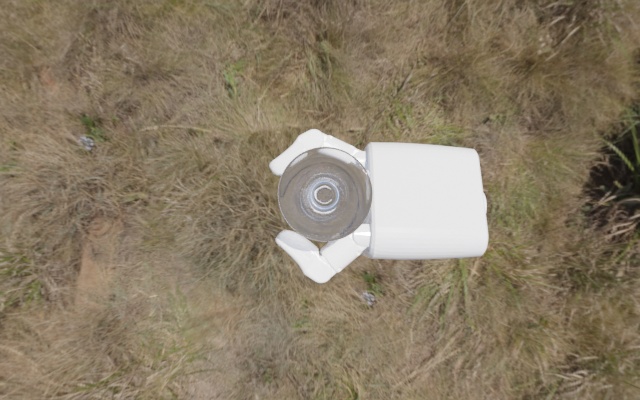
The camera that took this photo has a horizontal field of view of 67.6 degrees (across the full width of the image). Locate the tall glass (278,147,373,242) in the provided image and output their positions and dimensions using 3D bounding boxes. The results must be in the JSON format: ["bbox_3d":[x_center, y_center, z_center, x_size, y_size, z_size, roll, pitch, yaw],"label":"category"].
[{"bbox_3d":[0.000,0.001,0.469,0.079,0.079,0.201,0,-4,-3],"label":"tall glass"}]
